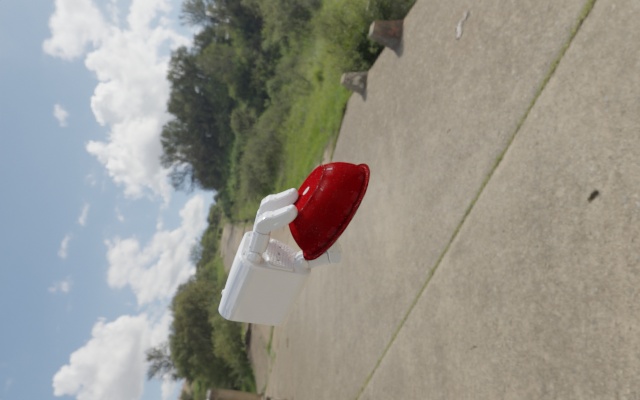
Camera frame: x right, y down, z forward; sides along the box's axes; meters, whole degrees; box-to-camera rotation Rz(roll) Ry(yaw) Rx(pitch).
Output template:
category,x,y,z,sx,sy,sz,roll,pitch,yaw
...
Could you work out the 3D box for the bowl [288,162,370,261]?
category,x,y,z,sx,sy,sz,roll,pitch,yaw
bowl,0.000,0.001,0.676,0.055,0.162,0.162,33,-10,-15
